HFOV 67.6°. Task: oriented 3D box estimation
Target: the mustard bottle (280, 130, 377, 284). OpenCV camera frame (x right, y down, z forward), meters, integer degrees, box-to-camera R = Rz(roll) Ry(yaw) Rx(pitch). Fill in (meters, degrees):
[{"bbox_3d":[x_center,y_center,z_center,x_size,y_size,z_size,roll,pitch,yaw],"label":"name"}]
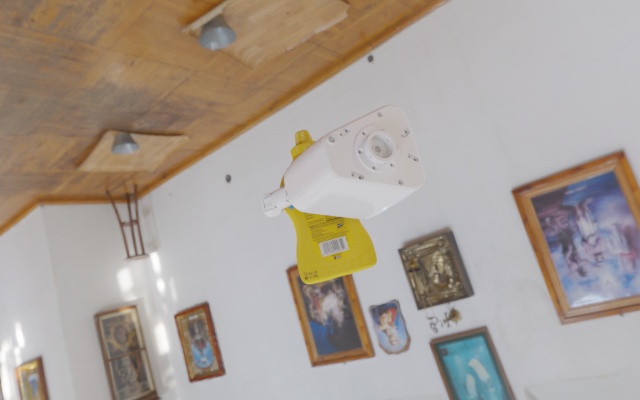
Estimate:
[{"bbox_3d":[0.000,0.002,0.601,0.096,0.191,0.058,-15,-10,-2],"label":"mustard bottle"}]
